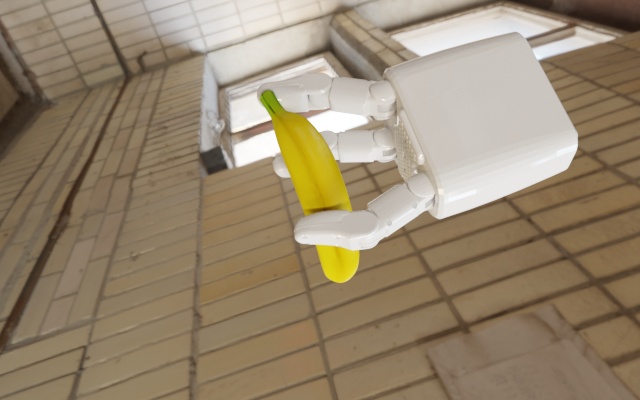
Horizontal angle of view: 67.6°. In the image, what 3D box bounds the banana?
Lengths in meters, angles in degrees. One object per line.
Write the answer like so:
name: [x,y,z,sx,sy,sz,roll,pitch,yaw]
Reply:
banana: [0.004,0.008,0.385,0.037,0.198,0.069,-21,33,-4]
